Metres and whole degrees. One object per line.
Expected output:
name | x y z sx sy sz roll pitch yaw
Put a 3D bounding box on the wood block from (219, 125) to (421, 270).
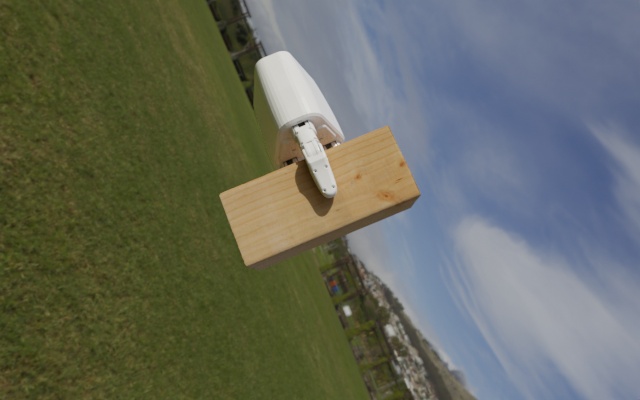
wood block | 0.000 0.001 0.566 0.206 0.090 0.091 -23 -12 -1
